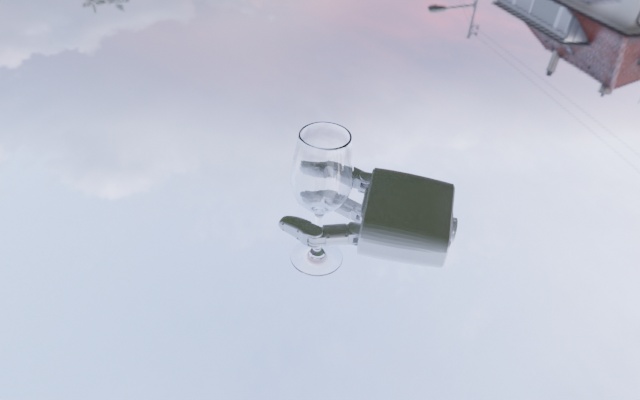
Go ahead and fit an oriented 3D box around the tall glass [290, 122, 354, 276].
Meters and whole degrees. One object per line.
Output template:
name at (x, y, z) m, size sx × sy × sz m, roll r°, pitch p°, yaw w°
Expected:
tall glass at (0.000, 0.003, 0.611) m, size 0.079 × 0.201 × 0.079 m, roll 2°, pitch 39°, yaw -2°
